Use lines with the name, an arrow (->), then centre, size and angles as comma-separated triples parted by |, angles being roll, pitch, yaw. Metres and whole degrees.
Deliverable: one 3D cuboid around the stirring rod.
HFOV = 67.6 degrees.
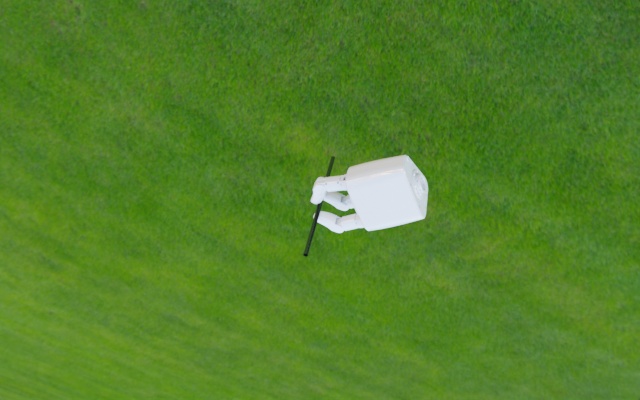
stirring rod -> 0.000, 0.003, 0.870 | 0.011, 0.239, 0.011 | 9, -41, 8
